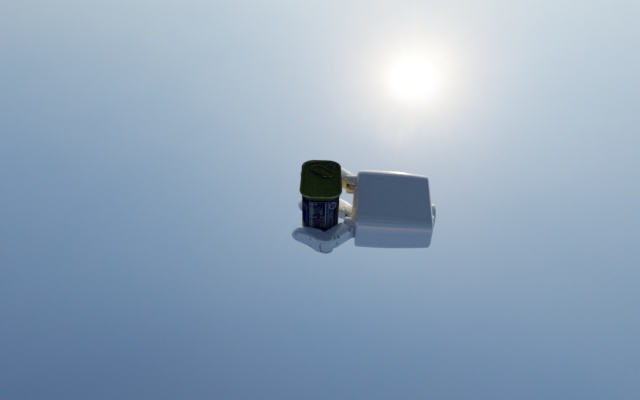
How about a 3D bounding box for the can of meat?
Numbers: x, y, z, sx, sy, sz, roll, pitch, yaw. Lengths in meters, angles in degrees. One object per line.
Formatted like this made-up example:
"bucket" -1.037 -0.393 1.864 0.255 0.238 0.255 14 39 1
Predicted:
"can of meat" 0.000 0.003 0.685 0.057 0.084 0.102 1 33 0
